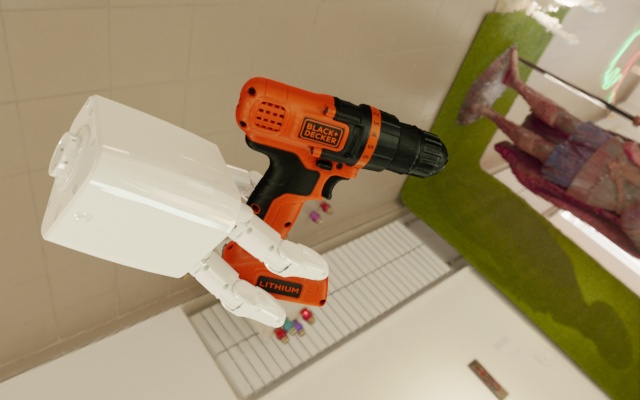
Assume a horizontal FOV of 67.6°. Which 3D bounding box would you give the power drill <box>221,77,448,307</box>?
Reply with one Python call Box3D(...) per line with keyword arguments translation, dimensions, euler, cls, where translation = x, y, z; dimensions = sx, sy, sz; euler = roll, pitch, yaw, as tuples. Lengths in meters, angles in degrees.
Box3D(translation=(0.000, 0.002, 0.421), dimensions=(0.184, 0.188, 0.057), euler=(15, 22, -14), cls="power drill")
